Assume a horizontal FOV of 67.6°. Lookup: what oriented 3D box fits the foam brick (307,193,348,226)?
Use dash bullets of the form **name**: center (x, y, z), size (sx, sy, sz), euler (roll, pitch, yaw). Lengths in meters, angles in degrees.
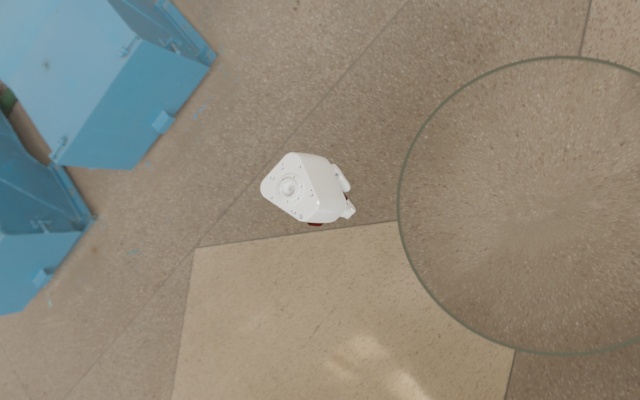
- **foam brick**: center (0.000, 0.003, 0.875), size (0.078, 0.053, 0.051), euler (-46, -20, 18)
